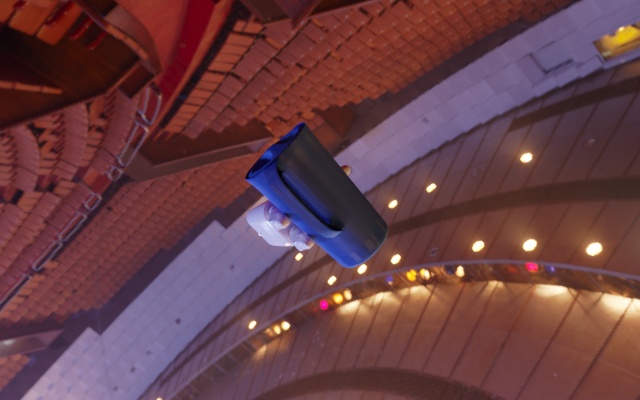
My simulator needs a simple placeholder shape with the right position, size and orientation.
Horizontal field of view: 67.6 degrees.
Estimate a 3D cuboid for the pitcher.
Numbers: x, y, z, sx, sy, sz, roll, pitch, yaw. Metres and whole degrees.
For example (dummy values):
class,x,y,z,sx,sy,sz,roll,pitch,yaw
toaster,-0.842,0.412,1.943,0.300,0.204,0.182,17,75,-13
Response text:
class,x,y,z,sx,sy,sz,roll,pitch,yaw
pitcher,0.000,0.003,0.796,0.243,0.149,0.145,46,-27,-16
